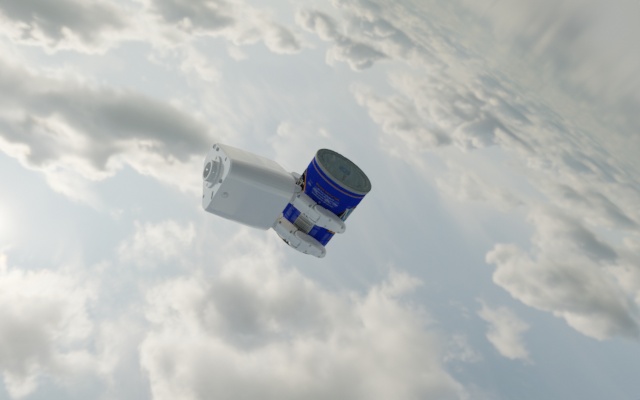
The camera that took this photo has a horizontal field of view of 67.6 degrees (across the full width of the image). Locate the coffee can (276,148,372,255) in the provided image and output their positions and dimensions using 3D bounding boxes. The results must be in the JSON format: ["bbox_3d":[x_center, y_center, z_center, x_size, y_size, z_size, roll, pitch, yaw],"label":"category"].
[{"bbox_3d":[0.000,0.002,0.767,0.103,0.140,0.102,29,26,-16],"label":"coffee can"}]
